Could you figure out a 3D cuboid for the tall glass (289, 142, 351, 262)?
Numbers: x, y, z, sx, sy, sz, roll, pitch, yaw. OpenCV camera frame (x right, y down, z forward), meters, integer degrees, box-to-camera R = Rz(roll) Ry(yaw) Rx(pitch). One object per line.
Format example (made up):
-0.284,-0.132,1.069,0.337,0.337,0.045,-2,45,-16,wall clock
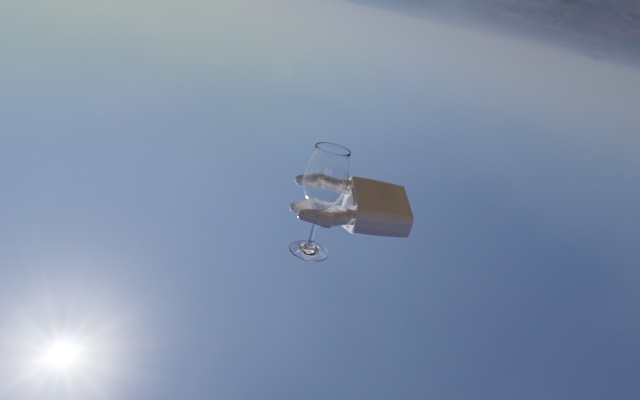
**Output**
0.000,0.003,0.835,0.079,0.201,0.079,11,22,-5,tall glass
